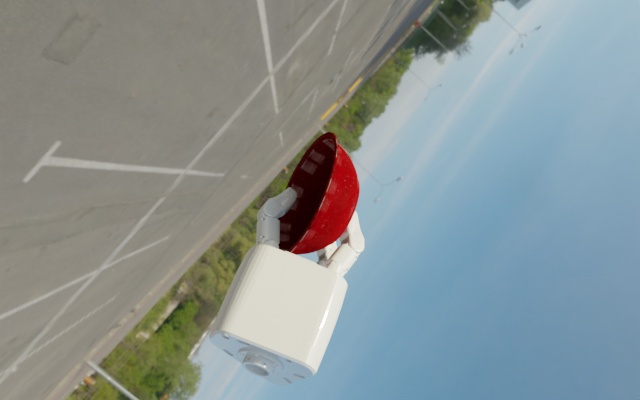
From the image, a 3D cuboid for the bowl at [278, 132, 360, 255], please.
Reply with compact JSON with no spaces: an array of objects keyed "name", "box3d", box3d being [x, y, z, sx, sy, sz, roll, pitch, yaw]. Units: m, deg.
[{"name":"bowl","box3d":[0.001,0.001,0.576,0.055,0.162,0.162,23,-8,-19]}]
